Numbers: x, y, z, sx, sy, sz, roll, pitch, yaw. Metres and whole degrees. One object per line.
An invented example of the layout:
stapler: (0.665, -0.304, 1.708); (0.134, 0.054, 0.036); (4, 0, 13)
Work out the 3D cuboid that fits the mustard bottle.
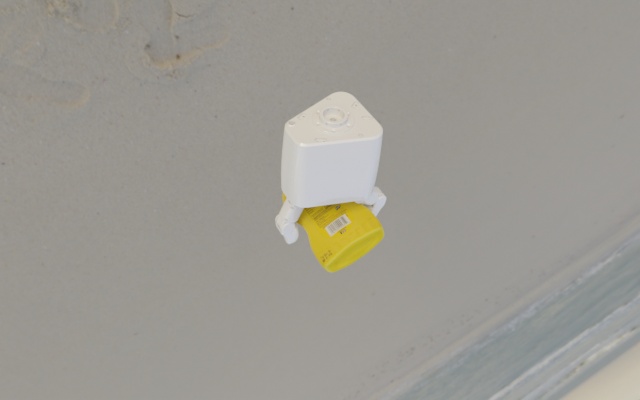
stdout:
mustard bottle: (0.000, 0.003, 0.679); (0.096, 0.191, 0.058); (-35, -32, -1)
